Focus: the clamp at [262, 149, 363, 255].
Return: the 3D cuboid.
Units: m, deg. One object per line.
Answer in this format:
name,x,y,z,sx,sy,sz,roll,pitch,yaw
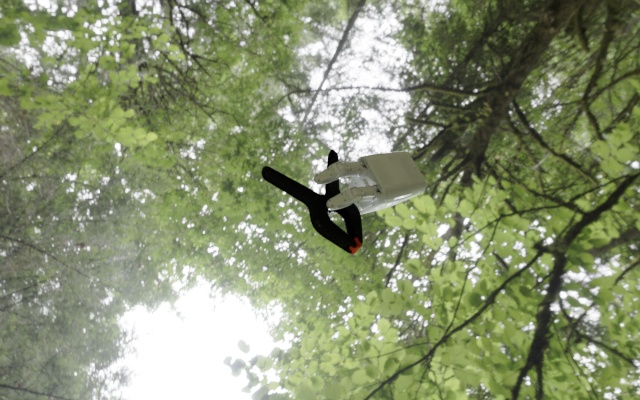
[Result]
clamp,0.000,0.004,0.834,0.164,0.210,0.036,-12,-28,-30
